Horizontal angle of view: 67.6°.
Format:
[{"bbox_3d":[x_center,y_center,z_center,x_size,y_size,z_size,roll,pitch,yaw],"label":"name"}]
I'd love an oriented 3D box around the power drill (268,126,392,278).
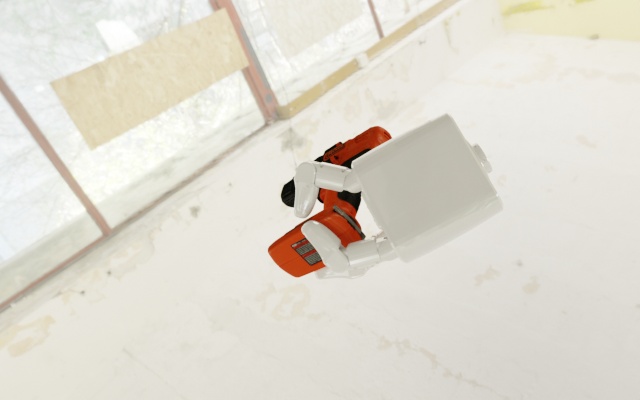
[{"bbox_3d":[0.000,0.002,0.577,0.184,0.057,0.187,-31,25,34],"label":"power drill"}]
